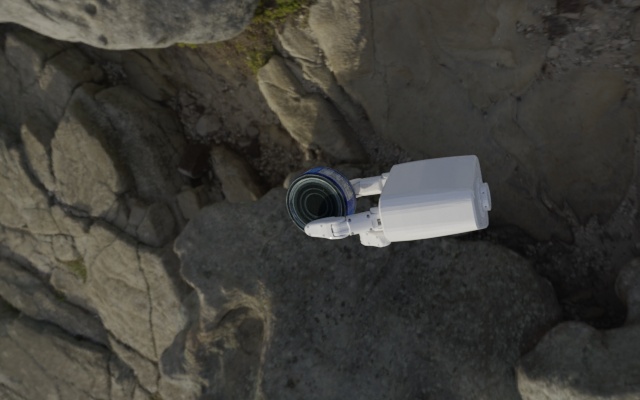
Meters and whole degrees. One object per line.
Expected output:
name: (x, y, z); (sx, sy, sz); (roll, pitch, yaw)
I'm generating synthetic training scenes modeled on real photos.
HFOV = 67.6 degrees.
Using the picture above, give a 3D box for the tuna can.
tuna can: (0.000, 0.002, 0.607); (0.086, 0.086, 0.033); (0, 18, 26)
